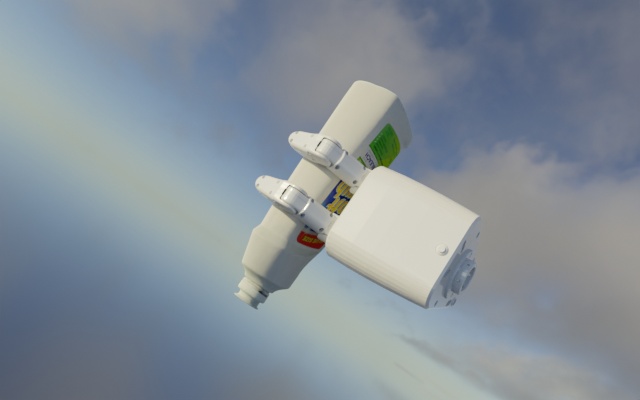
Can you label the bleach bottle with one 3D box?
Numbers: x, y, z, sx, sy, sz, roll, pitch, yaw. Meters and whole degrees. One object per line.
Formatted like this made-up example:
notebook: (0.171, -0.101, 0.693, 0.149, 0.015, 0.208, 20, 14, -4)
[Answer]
bleach bottle: (0.000, 0.002, 0.498, 0.068, 0.251, 0.103, 29, -12, 29)
